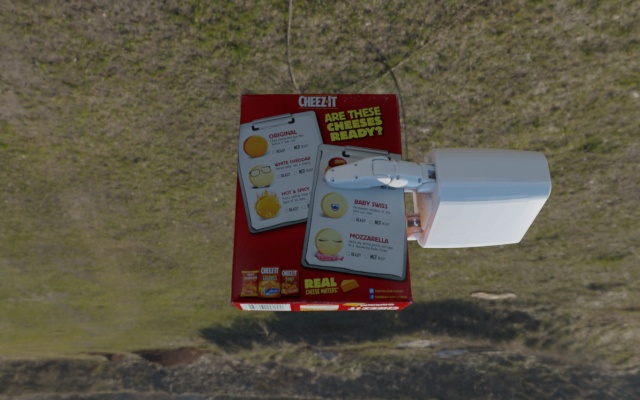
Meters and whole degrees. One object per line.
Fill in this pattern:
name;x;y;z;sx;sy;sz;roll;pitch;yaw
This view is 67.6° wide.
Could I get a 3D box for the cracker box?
cracker box;0.000;0.002;0.483;0.164;0.213;0.072;0;-20;-2
